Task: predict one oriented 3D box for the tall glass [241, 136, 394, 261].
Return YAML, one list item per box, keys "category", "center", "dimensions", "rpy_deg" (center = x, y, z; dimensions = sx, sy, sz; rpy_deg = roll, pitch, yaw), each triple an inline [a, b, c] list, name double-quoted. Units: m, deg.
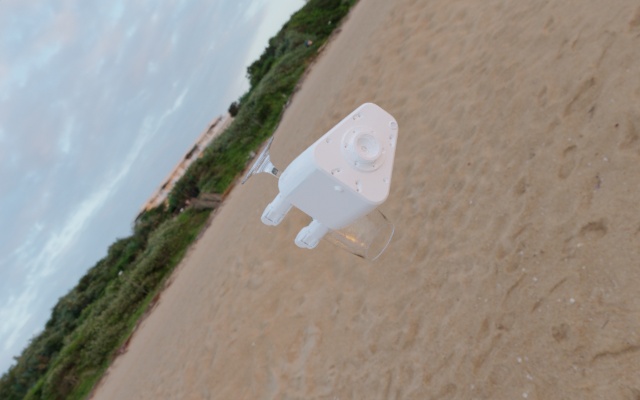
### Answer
- category: "tall glass"
  center: [0.000, 0.002, 0.633]
  dimensions: [0.201, 0.079, 0.079]
  rpy_deg: [34, -6, -10]
